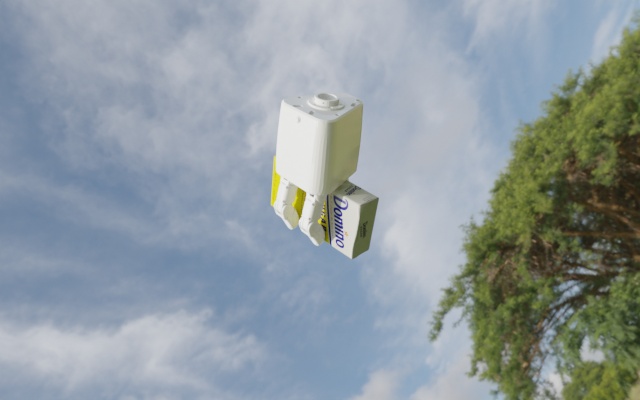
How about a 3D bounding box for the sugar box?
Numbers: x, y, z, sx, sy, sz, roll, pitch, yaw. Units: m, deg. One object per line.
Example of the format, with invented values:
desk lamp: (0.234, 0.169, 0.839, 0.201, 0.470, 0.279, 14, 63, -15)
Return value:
sugar box: (0.000, 0.002, 0.706, 0.048, 0.093, 0.176, -23, 42, -38)
